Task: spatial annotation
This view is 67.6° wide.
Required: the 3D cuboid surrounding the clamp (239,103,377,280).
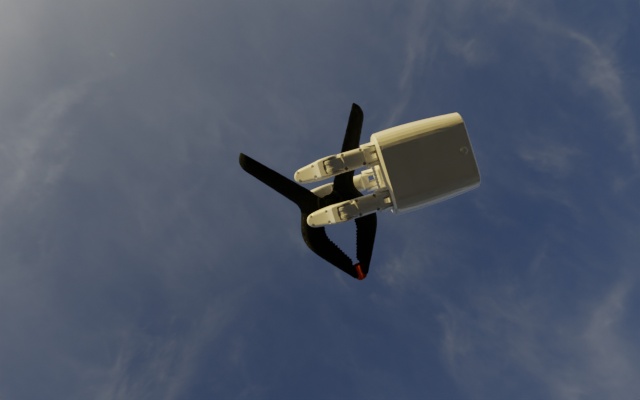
[{"bbox_3d":[0.001,0.002,0.592,0.164,0.210,0.036,-17,0,3],"label":"clamp"}]
